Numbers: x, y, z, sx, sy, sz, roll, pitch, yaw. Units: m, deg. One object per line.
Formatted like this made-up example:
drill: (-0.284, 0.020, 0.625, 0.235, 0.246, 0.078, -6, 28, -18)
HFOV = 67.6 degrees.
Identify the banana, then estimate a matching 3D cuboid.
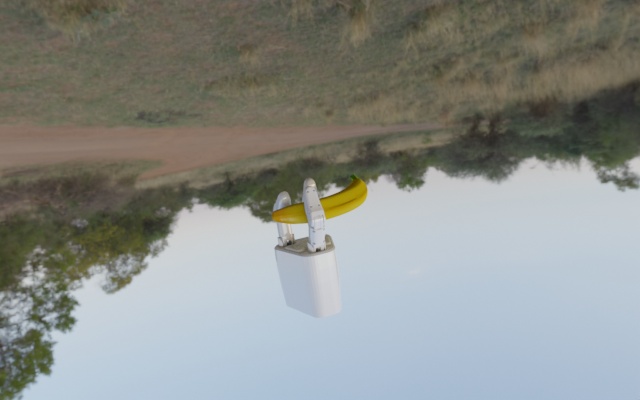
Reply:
banana: (0.016, 0.004, 0.764, 0.069, 0.037, 0.197, 10, 25, 44)
